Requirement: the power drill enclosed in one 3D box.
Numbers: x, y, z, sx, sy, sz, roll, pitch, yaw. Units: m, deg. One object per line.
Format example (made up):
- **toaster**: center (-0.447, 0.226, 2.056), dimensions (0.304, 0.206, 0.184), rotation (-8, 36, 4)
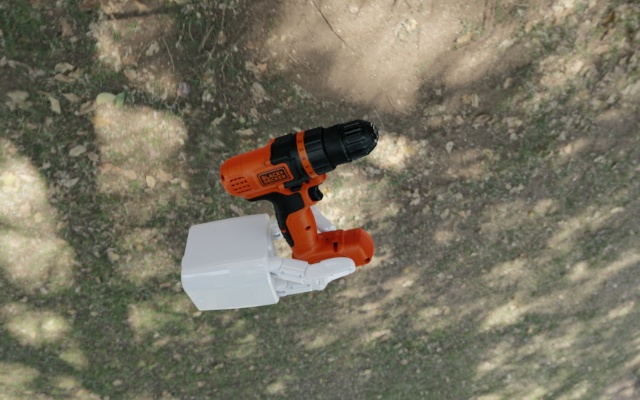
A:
- **power drill**: center (0.000, 0.002, 0.565), dimensions (0.184, 0.188, 0.057), rotation (-14, 35, 17)
